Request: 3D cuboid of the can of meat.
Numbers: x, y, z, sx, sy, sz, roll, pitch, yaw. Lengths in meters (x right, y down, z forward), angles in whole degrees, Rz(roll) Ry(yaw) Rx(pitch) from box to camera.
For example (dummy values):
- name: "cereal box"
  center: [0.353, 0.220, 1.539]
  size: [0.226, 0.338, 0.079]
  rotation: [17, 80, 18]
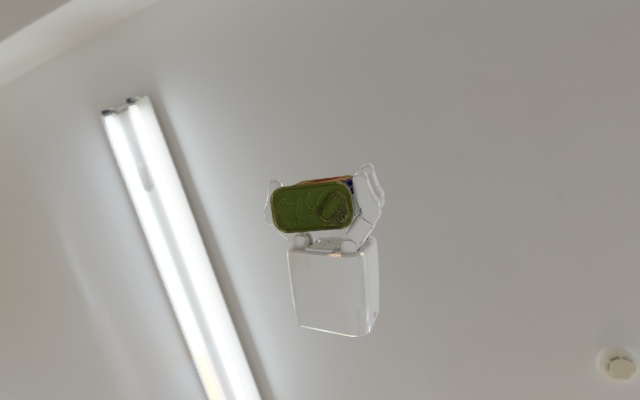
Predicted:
- name: "can of meat"
  center: [0.000, 0.002, 0.603]
  size: [0.102, 0.057, 0.084]
  rotation: [-6, 8, 17]
